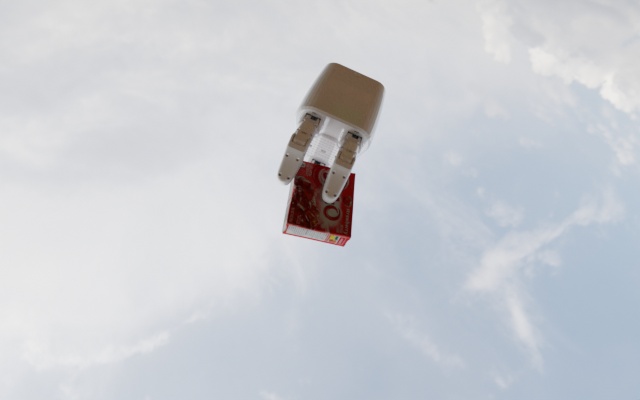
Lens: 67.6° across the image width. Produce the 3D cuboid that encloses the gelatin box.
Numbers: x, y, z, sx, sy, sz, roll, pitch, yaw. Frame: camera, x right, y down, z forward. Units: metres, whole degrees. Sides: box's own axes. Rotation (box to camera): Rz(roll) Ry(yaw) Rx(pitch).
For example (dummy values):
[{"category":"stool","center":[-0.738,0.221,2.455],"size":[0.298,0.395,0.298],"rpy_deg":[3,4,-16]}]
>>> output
[{"category":"gelatin box","center":[0.000,0.002,0.543],"size":[0.073,0.089,0.030],"rpy_deg":[14,-32,-10]}]
